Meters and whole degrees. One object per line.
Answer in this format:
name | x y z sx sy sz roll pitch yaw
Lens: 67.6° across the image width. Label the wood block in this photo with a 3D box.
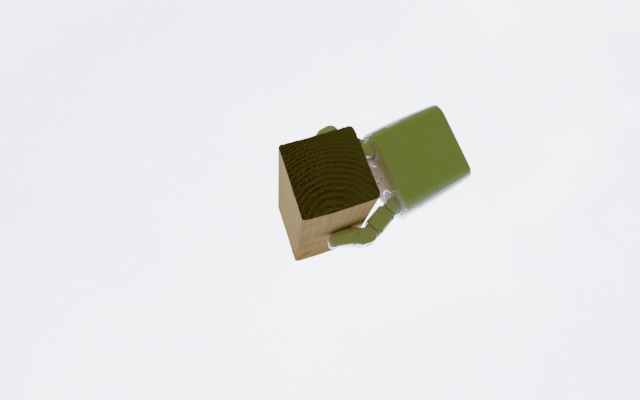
wood block | 0.001 0.002 0.602 0.090 0.090 0.206 -17 -17 -10
